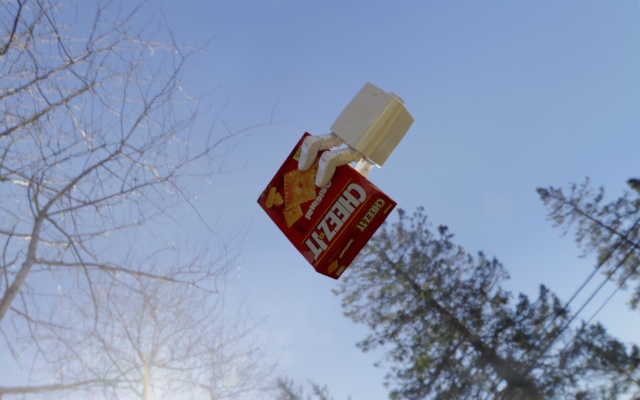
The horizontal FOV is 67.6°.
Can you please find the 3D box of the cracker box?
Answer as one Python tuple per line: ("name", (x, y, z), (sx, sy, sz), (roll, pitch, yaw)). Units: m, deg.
("cracker box", (0.000, 0.003, 0.823), (0.072, 0.164, 0.213), (27, 13, -48))
